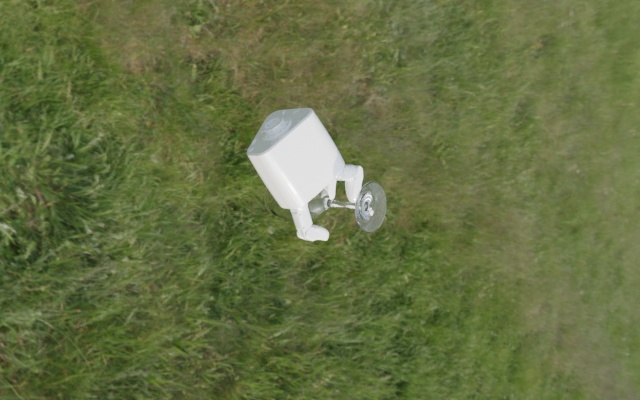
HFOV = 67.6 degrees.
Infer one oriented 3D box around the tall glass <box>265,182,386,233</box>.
[{"bbox_3d":[0.001,0.003,0.756,0.201,0.079,0.079,5,3,42],"label":"tall glass"}]
